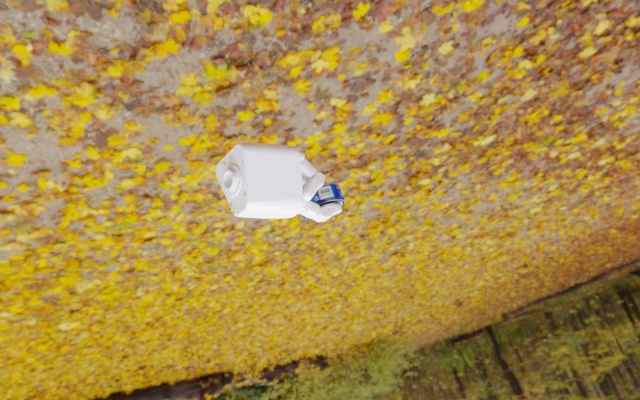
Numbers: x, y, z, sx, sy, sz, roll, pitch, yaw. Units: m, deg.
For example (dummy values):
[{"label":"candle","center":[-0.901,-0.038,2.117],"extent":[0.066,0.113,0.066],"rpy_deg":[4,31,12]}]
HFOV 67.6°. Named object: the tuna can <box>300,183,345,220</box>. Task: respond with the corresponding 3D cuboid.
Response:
[{"label":"tuna can","center":[0.000,0.003,0.862],"extent":[0.086,0.033,0.086],"rpy_deg":[-19,-19,-7]}]
